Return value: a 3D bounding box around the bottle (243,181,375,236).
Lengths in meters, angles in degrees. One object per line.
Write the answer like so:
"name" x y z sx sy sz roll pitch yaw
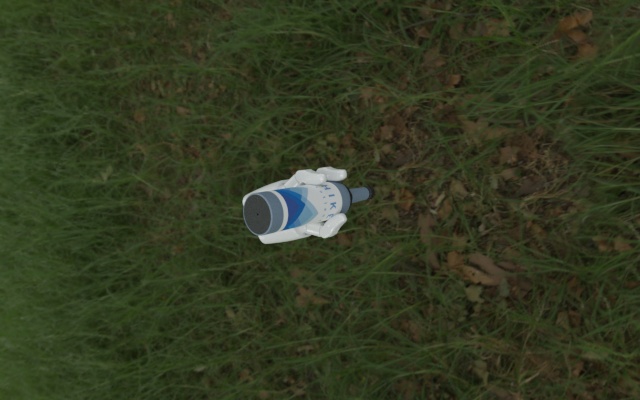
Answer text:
"bottle" 0.000 0.003 0.834 0.069 0.069 0.295 0 7 41
